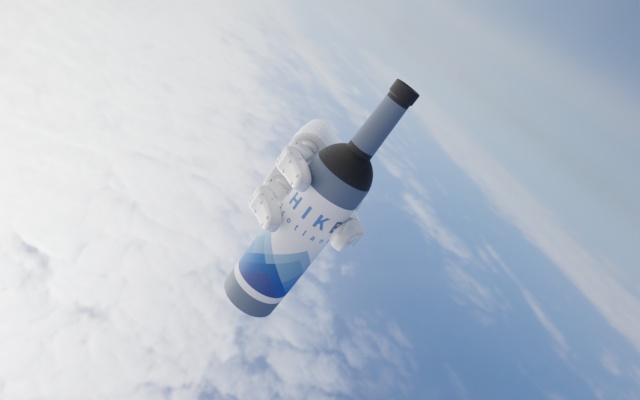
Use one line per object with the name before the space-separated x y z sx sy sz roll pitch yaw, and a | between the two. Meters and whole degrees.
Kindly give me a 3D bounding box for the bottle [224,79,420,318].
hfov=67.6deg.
bottle | 0.000 0.002 0.504 0.069 0.296 0.069 32 22 -14
